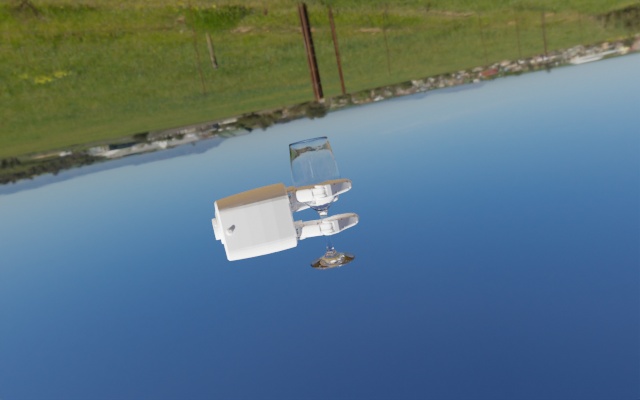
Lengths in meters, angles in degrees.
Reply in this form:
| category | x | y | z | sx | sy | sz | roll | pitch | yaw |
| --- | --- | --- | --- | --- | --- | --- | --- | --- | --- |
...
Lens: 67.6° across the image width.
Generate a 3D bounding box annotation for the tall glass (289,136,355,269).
| category | x | y | z | sx | sy | sz | roll | pitch | yaw |
| --- | --- | --- | --- | --- | --- | --- | --- | --- | --- |
| tall glass | 0.000 | 0.003 | 0.761 | 0.079 | 0.201 | 0.079 | -11 | 10 | 2 |
